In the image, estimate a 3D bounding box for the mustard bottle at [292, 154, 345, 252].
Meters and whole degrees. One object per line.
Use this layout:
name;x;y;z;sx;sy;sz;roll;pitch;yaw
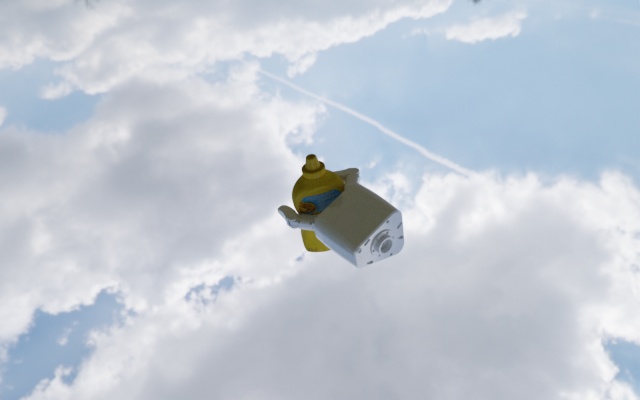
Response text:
mustard bottle;0.000;0.003;0.844;0.096;0.192;0.058;-15;37;-3
